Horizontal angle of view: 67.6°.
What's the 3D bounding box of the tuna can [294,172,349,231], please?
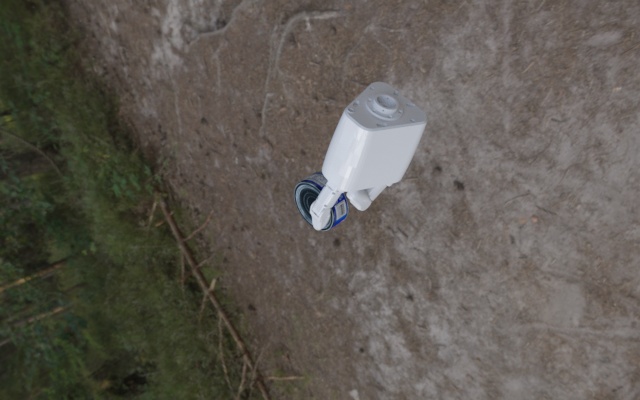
[{"bbox_3d":[0.000,0.003,0.718,0.033,0.086,0.086,-33,20,-34],"label":"tuna can"}]
